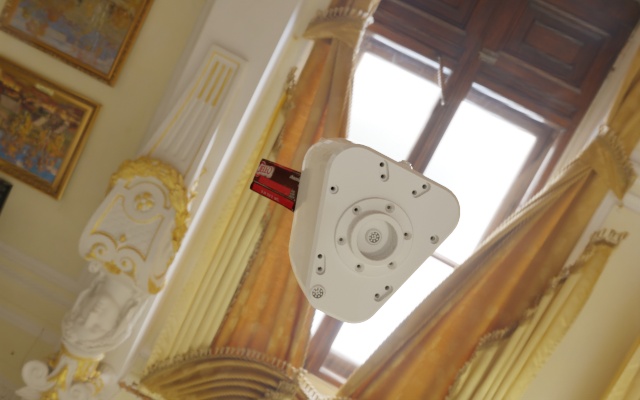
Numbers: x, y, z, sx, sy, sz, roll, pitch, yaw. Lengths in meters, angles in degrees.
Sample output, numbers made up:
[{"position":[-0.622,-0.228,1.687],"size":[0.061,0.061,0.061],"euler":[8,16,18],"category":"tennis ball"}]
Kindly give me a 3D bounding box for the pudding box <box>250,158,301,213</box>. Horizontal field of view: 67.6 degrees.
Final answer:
[{"position":[0.000,0.002,0.463],"size":[0.113,0.039,0.090],"euler":[26,0,-38],"category":"pudding box"}]
